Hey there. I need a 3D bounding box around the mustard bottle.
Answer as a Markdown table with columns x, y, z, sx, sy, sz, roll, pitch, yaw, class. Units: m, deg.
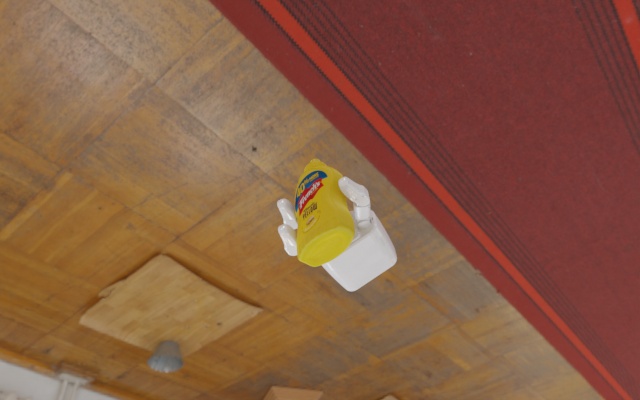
| x | y | z | sx | sy | sz | roll | pitch | yaw | class |
| --- | --- | --- | --- | --- | --- | --- | --- | --- | --- |
| 0.000 | 0.002 | 0.744 | 0.058 | 0.191 | 0.096 | 27 | -54 | -29 | mustard bottle |
